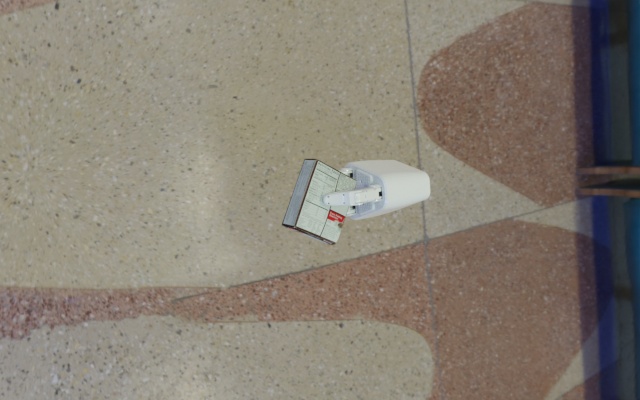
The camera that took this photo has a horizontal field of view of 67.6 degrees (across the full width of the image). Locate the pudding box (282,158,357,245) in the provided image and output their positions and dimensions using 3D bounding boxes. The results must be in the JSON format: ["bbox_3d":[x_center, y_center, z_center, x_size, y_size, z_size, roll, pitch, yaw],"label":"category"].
[{"bbox_3d":[0.000,0.002,0.741,0.090,0.113,0.039,25,-13,-35],"label":"pudding box"}]
